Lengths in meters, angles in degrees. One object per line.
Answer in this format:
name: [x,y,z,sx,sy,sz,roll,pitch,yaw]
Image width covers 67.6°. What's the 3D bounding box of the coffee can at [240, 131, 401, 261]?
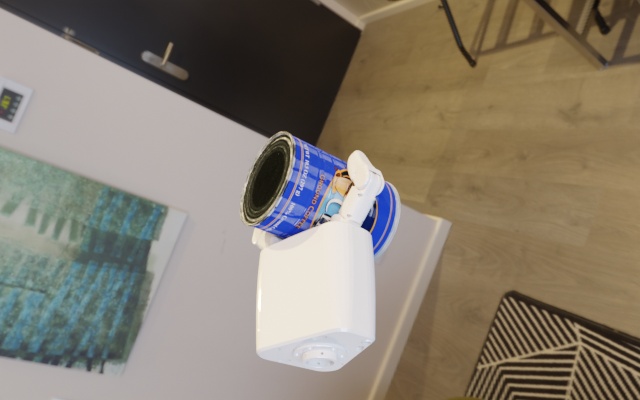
coffee can: [0.000,0.002,0.511,0.140,0.103,0.103,24,-12,-29]
